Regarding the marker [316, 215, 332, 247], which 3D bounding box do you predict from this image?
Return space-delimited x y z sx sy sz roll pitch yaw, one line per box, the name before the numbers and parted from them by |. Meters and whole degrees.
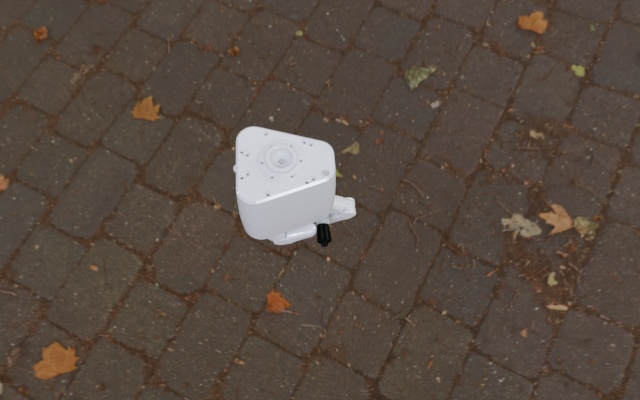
marker | 0.000 0.002 0.628 0.020 0.121 0.020 -5 -23 -2
